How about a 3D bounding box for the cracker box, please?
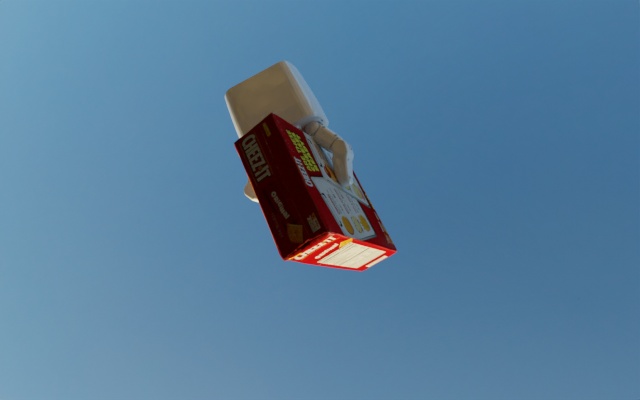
[{"bbox_3d":[0.000,0.002,0.612,0.072,0.164,0.214,-34,-24,18],"label":"cracker box"}]
